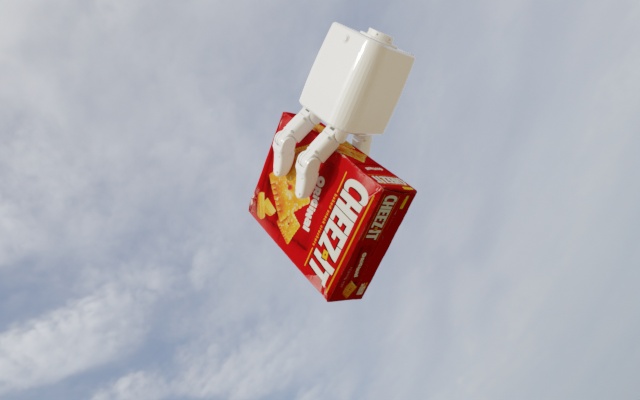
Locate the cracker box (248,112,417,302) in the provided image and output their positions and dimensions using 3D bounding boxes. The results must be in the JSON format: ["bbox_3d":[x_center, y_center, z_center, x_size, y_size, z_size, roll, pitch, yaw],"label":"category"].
[{"bbox_3d":[0.000,0.002,0.630,0.072,0.164,0.213,3,29,-42],"label":"cracker box"}]
